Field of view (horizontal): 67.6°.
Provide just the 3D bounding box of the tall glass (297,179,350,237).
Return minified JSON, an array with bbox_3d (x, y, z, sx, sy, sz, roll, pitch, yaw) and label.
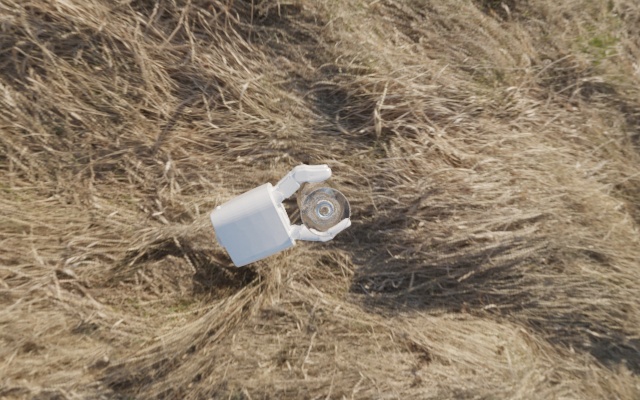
[{"bbox_3d":[0.000,0.003,0.802,0.079,0.079,0.201,0,9,-4],"label":"tall glass"}]
